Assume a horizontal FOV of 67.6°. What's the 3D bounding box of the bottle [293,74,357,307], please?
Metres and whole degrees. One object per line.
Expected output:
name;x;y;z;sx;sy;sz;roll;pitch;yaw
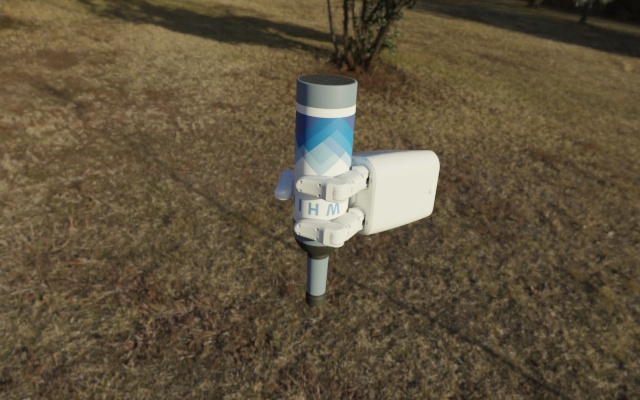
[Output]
bottle;0.000;0.002;0.582;0.069;0.296;0.069;3;25;-1
